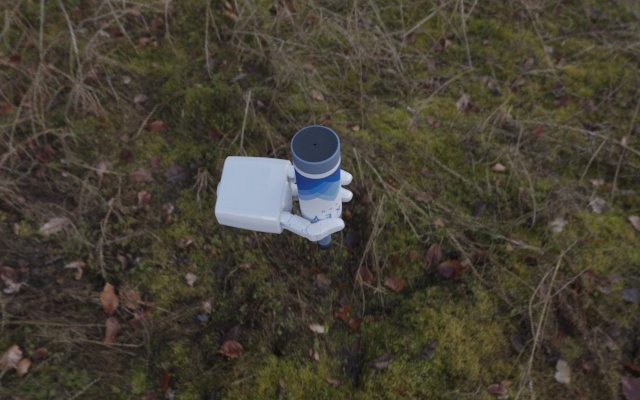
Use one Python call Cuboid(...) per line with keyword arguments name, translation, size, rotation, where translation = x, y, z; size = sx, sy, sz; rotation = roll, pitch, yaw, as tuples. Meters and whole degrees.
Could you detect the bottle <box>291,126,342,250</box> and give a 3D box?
Cuboid(name="bottle", translation=(0.000, 0.002, 0.763), size=(0.069, 0.069, 0.296), rotation=(0, -32, 3))
